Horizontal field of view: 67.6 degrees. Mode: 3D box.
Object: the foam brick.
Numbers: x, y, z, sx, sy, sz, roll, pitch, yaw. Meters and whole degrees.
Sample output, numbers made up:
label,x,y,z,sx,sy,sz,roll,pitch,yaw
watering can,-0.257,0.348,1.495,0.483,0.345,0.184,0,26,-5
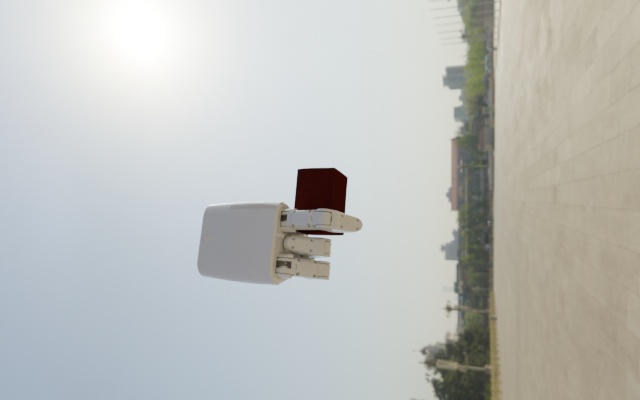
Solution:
label,x,y,z,sx,sy,sz,roll,pitch,yaw
foam brick,0.000,0.002,0.598,0.051,0.078,0.053,0,-13,21
